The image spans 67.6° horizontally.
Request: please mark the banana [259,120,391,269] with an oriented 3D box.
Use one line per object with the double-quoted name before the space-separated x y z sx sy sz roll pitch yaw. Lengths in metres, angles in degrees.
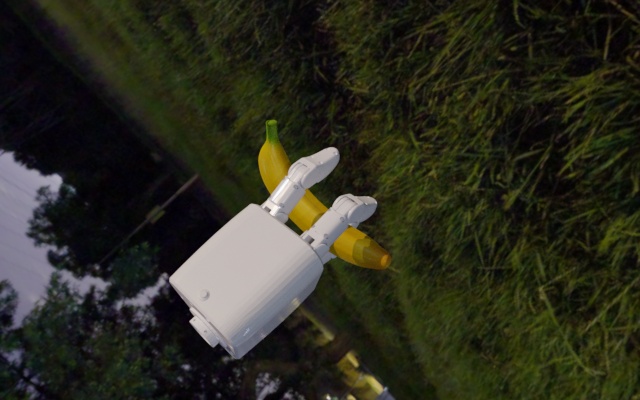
"banana" -0.008 0.007 0.512 0.037 0.198 0.070 -37 -10 -31
